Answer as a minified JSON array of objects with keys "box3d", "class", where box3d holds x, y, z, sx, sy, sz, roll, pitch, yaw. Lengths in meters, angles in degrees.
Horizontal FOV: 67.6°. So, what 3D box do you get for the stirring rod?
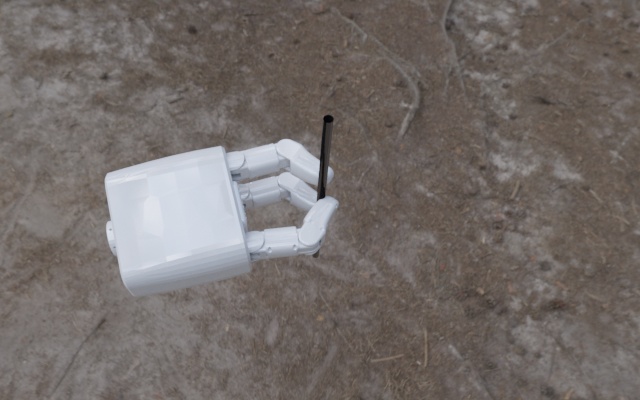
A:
[{"box3d":[0.000,0.002,0.461,0.011,0.011,0.240,0,-31,-3],"class":"stirring rod"}]
